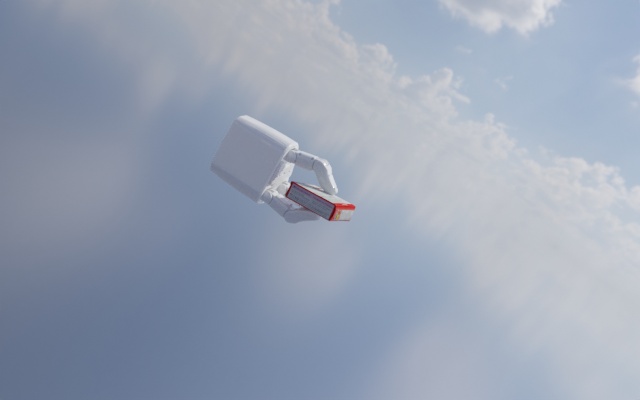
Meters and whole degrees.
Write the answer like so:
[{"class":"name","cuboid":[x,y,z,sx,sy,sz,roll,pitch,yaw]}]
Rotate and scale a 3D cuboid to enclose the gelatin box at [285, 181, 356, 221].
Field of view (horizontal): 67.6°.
[{"class":"gelatin box","cuboid":[0.001,0.002,0.747,0.089,0.030,0.073,27,10,26]}]
